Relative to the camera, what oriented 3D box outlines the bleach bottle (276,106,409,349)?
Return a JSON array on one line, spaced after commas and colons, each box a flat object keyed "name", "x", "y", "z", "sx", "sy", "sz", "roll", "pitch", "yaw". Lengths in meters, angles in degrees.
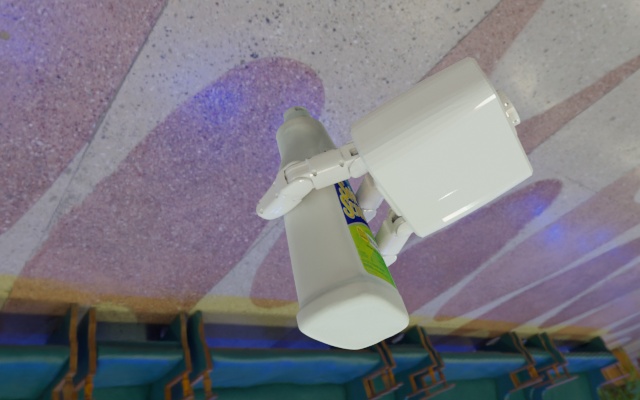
[{"name": "bleach bottle", "x": 0.000, "y": 0.002, "z": 0.437, "sx": 0.068, "sy": 0.250, "sz": 0.103, "roll": -30, "pitch": -38, "yaw": 17}]
